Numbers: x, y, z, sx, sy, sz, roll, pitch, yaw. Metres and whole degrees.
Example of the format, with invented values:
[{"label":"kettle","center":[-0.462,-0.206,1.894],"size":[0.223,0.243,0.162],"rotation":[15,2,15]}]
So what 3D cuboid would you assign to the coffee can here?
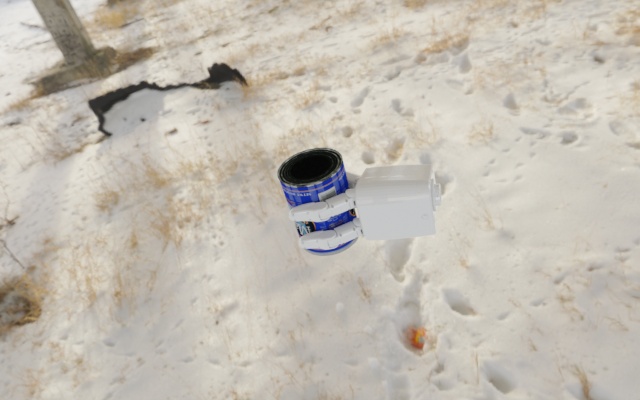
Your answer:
[{"label":"coffee can","center":[0.000,0.003,0.756],"size":[0.103,0.140,0.102],"rotation":[-11,35,8]}]
